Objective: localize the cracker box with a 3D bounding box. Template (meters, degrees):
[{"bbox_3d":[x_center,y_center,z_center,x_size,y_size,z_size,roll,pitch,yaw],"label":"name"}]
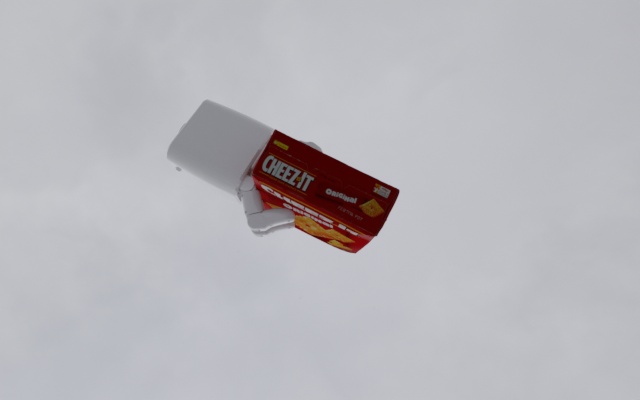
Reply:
[{"bbox_3d":[0.000,0.002,0.645,0.164,0.072,0.214,26,-11,3],"label":"cracker box"}]
